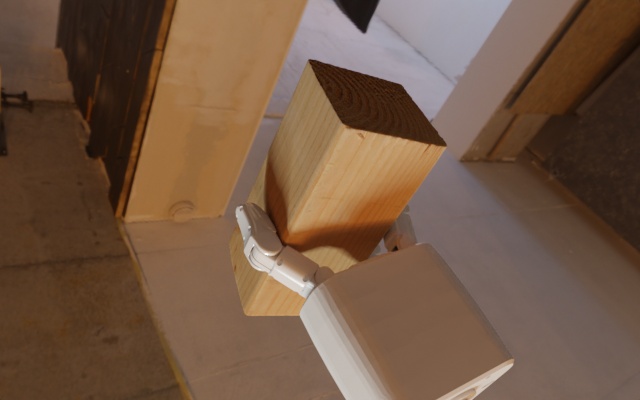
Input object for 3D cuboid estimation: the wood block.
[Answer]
[{"bbox_3d":[0.000,0.002,0.405,0.091,0.206,0.090,7,41,-29],"label":"wood block"}]
